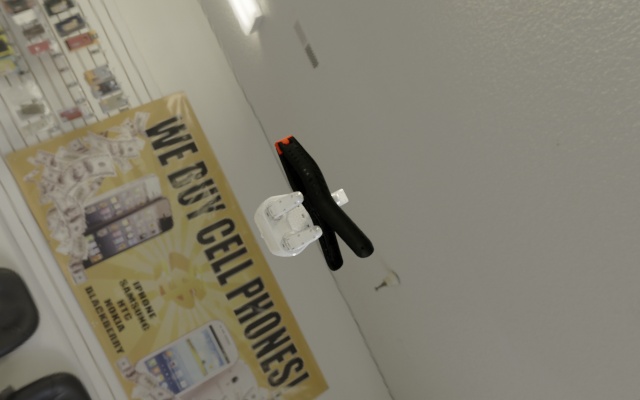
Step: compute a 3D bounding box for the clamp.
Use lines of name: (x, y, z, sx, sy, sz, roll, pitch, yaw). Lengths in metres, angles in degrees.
clamp: (0.000, 0.001, 0.664, 0.036, 0.210, 0.164, -27, 0, -19)
